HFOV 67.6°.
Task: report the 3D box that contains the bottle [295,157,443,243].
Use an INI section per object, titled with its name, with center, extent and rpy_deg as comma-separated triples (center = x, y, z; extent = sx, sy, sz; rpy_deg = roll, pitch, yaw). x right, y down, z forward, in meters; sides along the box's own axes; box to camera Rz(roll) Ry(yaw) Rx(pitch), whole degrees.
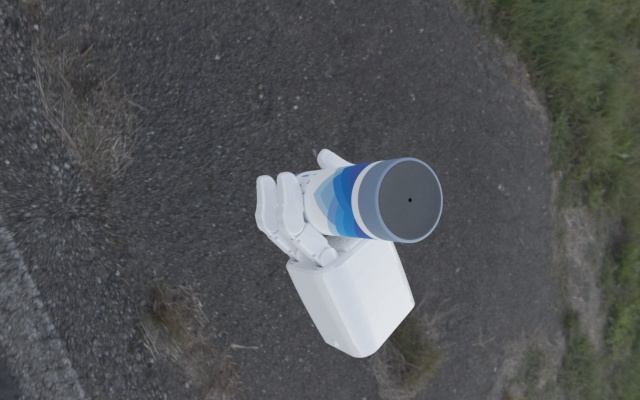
[bottle]
center = 0.000, 0.002, 0.498
extent = 0.069, 0.069, 0.295
rpy_deg = 0, -1, -28
